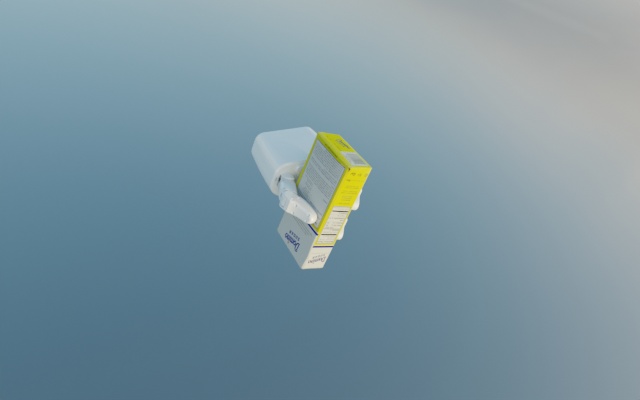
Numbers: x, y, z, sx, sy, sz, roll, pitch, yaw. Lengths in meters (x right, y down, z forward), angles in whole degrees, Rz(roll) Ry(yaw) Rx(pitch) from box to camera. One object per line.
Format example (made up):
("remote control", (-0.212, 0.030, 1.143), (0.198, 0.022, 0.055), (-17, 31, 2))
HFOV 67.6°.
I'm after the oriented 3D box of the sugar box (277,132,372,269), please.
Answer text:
("sugar box", (0.001, 0.002, 0.683), (0.048, 0.176, 0.093), (1, 36, -34))
